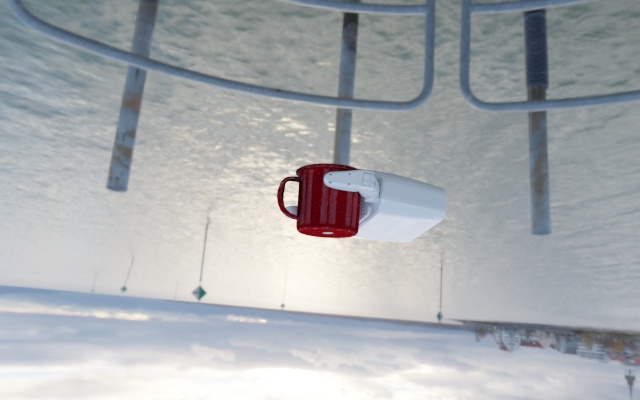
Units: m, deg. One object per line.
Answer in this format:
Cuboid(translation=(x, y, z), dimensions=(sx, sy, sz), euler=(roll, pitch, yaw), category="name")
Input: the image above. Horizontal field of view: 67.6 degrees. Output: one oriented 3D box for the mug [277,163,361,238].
Cuboid(translation=(-0.001, 0.002, 0.618), dimensions=(0.117, 0.081, 0.093), euler=(9, -14, -23), category="mug")
